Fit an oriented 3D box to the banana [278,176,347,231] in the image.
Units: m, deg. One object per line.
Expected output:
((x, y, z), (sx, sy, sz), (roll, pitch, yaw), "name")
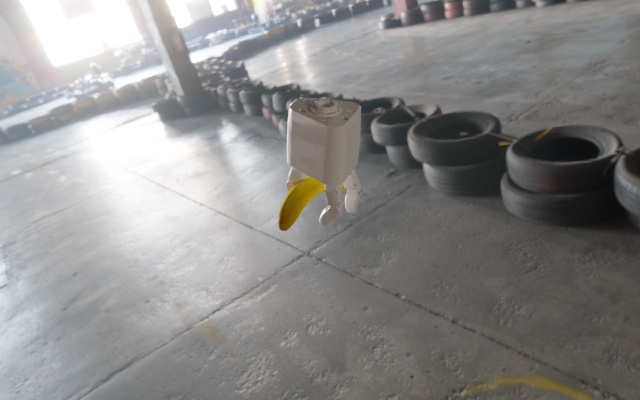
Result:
((-0.009, -0.012, 0.828), (0.197, 0.069, 0.037), (-26, -23, -37), "banana")
